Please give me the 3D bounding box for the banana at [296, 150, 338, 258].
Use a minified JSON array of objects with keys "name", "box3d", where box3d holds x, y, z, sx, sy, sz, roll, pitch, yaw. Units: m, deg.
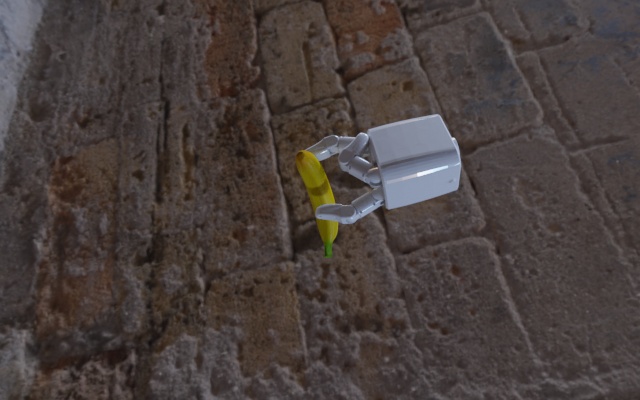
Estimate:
[{"name":"banana","box3d":[-0.001,-0.006,0.725,0.037,0.198,0.069,-14,36,4]}]
